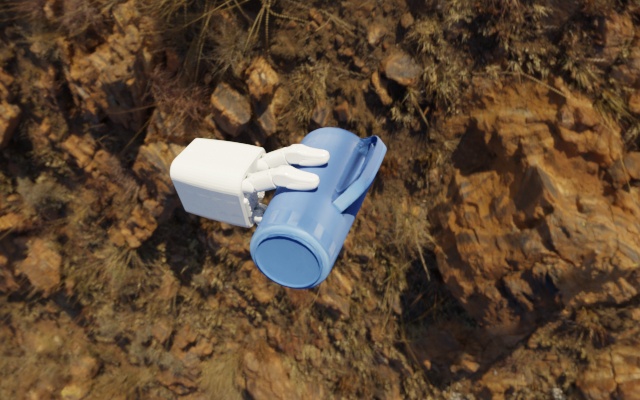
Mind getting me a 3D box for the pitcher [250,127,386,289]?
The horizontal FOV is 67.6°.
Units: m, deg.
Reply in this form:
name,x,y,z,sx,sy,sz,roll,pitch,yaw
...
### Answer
name,x,y,z,sx,sy,sz,roll,pitch,yaw
pitcher,0.000,0.002,0.679,0.145,0.149,0.242,13,39,10
